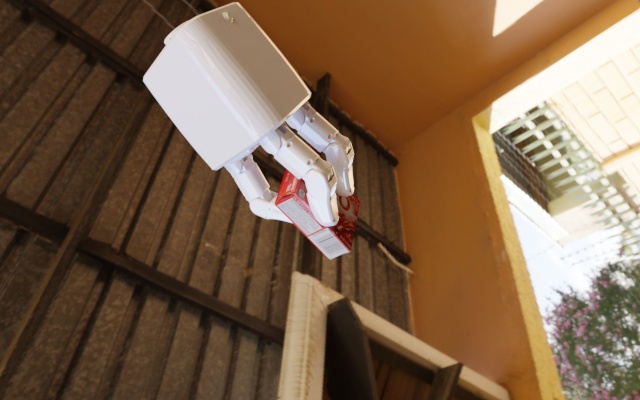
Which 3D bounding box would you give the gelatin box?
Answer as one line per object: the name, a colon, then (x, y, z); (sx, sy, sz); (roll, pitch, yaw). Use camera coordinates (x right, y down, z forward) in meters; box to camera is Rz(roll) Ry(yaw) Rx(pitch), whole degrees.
gelatin box: (0.000, 0.002, 0.469); (0.030, 0.073, 0.089); (-25, -58, 32)
